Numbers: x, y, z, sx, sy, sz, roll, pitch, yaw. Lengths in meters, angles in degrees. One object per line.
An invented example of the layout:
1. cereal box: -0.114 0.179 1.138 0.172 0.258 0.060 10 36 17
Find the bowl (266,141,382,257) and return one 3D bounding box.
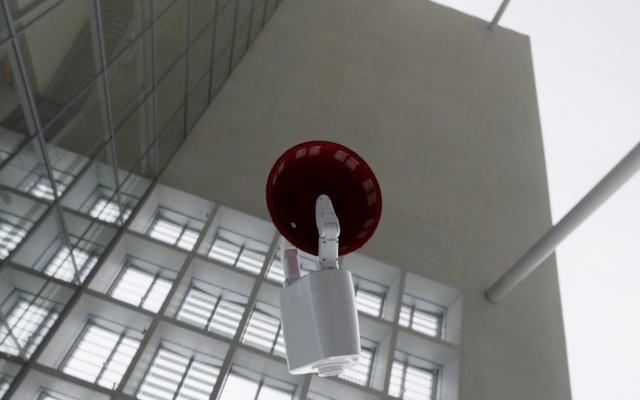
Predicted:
1. bowl: 0.000 0.001 0.654 0.162 0.162 0.055 0 -16 -18
